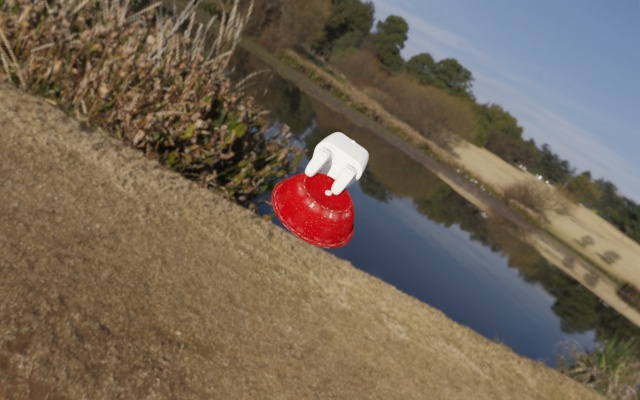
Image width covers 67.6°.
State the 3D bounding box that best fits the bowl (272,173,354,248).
[{"bbox_3d":[0.000,0.003,0.822,0.162,0.162,0.055,0,-42,-38],"label":"bowl"}]
